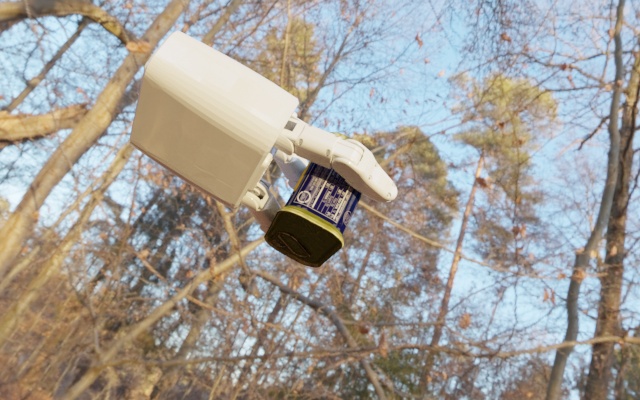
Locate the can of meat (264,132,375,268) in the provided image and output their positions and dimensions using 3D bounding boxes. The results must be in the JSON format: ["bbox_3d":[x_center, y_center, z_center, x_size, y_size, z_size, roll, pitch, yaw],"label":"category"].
[{"bbox_3d":[0.000,0.001,0.413,0.057,0.084,0.102,29,-26,-3],"label":"can of meat"}]
